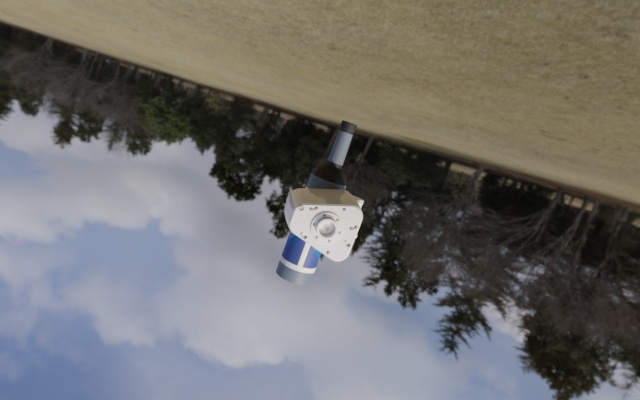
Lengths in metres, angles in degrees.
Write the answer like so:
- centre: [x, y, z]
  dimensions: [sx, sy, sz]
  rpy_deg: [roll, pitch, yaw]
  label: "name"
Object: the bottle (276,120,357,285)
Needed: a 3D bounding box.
- centre: [0.000, 0.003, 0.844]
  dimensions: [0.069, 0.296, 0.069]
  rpy_deg: [20, 9, -3]
  label: "bottle"
